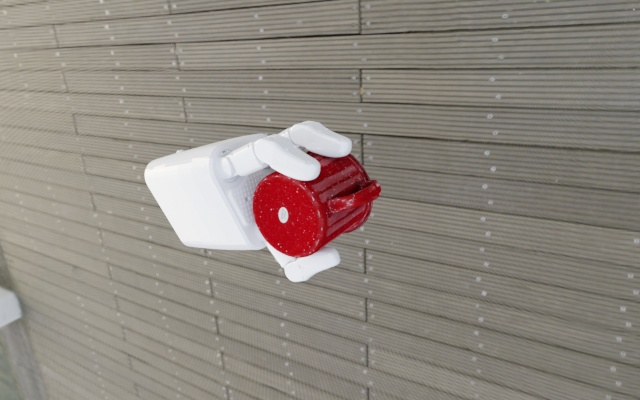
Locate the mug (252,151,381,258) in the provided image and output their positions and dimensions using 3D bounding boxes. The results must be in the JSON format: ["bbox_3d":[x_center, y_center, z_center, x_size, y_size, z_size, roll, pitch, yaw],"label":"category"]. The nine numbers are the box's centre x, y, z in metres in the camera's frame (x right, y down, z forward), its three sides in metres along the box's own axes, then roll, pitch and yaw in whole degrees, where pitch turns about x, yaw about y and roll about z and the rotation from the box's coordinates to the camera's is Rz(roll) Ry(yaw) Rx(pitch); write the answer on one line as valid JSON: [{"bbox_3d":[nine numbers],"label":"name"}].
[{"bbox_3d":[0.001,0.001,0.442,0.117,0.093,0.081,-6,15,36],"label":"mug"}]
